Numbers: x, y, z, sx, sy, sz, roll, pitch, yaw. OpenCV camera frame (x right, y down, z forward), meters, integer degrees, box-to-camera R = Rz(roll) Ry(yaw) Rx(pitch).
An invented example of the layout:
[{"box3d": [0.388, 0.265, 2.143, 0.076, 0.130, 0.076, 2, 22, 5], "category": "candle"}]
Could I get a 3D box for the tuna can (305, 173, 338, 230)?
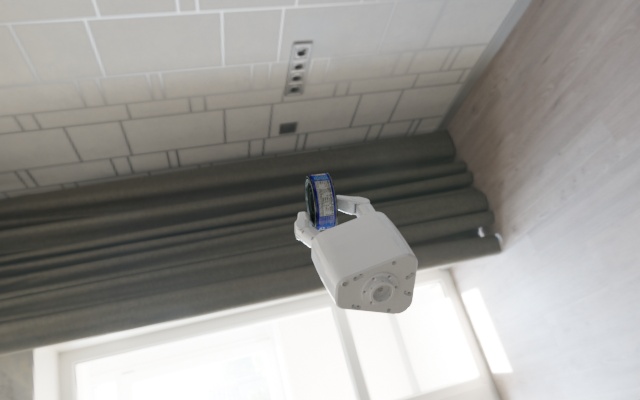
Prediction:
[{"box3d": [0.000, 0.002, 0.719, 0.034, 0.086, 0.086, -7, 1, -10], "category": "tuna can"}]
